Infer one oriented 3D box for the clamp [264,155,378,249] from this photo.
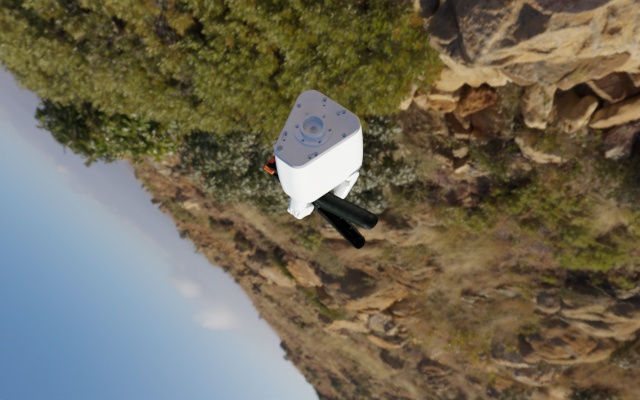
[{"bbox_3d":[-0.001,0.003,0.767,0.210,0.036,0.165,35,-16,15],"label":"clamp"}]
